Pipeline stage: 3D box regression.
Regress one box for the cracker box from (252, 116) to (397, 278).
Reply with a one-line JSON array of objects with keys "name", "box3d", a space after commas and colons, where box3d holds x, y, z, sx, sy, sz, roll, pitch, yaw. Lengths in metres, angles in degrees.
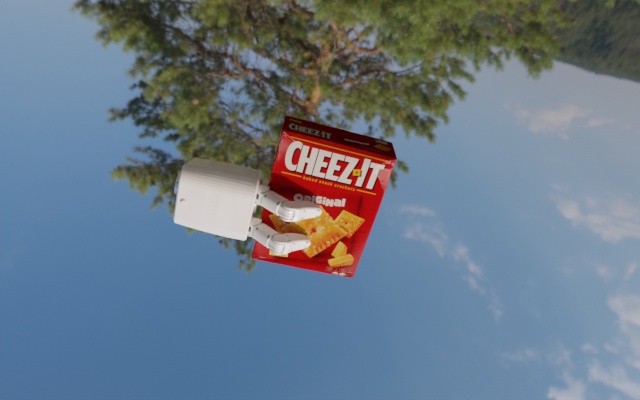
[{"name": "cracker box", "box3d": [0.000, 0.002, 0.708, 0.164, 0.214, 0.072, 13, 28, -8]}]
